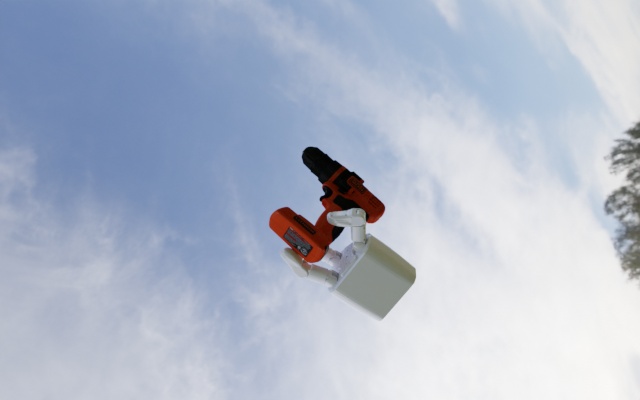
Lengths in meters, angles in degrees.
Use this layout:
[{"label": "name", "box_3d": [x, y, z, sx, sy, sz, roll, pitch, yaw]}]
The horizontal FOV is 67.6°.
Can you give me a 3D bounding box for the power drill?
[{"label": "power drill", "box_3d": [0.000, 0.003, 0.810, 0.187, 0.184, 0.057, -42, -12, -39]}]
